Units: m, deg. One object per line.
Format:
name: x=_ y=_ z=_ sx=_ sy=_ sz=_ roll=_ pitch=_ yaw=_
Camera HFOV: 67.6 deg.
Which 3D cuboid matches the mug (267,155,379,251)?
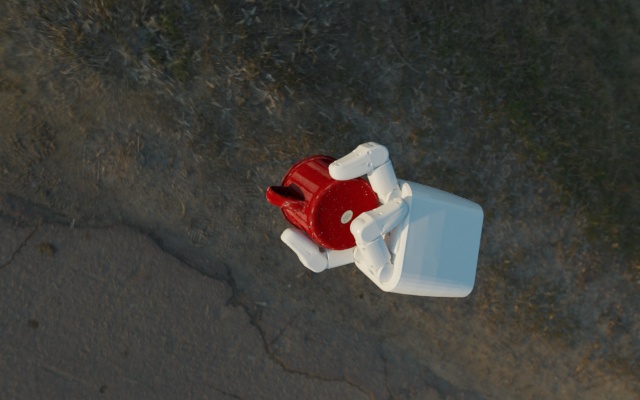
mug: x=-0.001 y=0.001 z=0.512 sx=0.117 sy=0.093 sz=0.081 roll=10 pitch=12 yaw=-25
